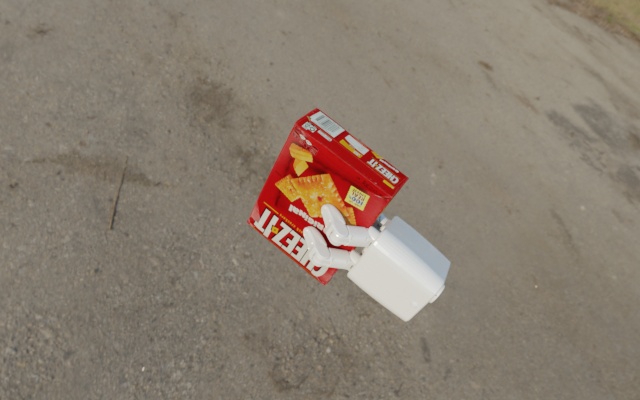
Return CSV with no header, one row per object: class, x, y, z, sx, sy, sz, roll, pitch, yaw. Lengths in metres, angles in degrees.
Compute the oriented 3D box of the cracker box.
cracker box,0.000,0.002,0.696,0.164,0.214,0.072,39,40,8
